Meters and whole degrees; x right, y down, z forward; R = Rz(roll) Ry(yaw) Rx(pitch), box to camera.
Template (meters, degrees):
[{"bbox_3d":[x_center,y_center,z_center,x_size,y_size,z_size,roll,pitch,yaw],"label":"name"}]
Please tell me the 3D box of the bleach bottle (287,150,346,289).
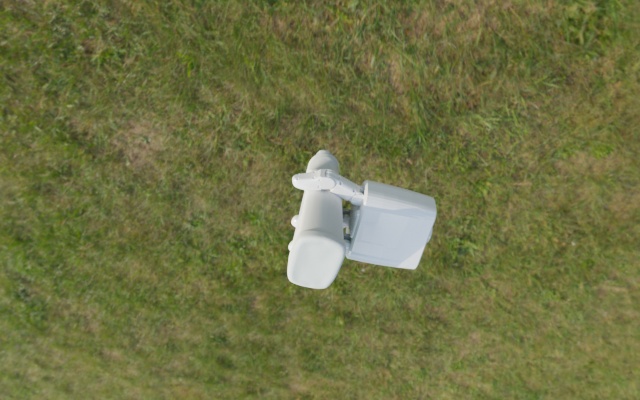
[{"bbox_3d":[0.000,0.002,0.704,0.068,0.103,0.250,13,41,-6],"label":"bleach bottle"}]
